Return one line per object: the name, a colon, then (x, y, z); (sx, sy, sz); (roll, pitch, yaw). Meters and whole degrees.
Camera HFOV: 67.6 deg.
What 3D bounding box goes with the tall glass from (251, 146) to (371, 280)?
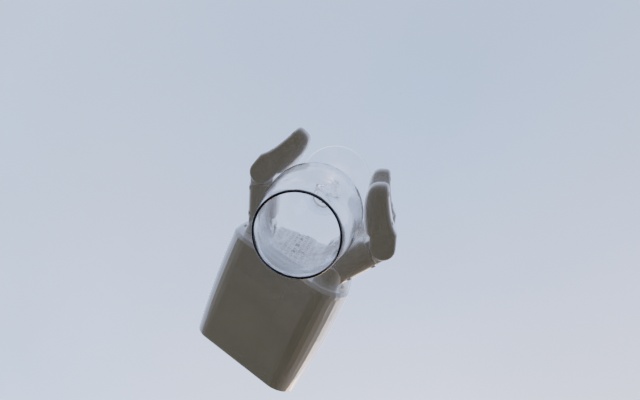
tall glass: (0.000, 0.001, 0.407); (0.079, 0.079, 0.201); (0, 12, 9)
